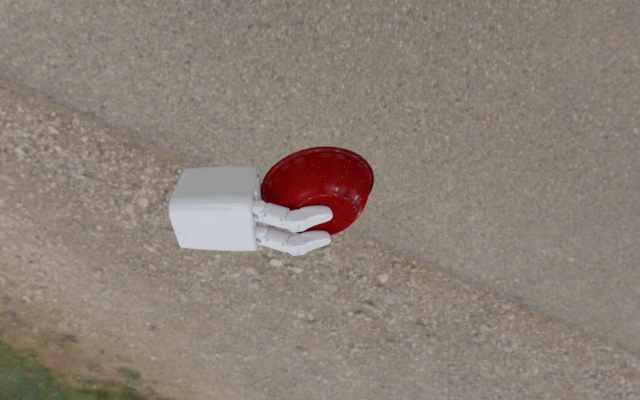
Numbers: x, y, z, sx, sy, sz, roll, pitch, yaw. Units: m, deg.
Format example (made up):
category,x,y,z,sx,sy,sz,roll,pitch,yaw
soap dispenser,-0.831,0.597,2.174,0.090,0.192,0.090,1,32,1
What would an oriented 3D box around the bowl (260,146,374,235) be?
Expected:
category,x,y,z,sx,sy,sz,roll,pitch,yaw
bowl,0.001,0.002,0.655,0.162,0.055,0.162,-7,-39,-6
